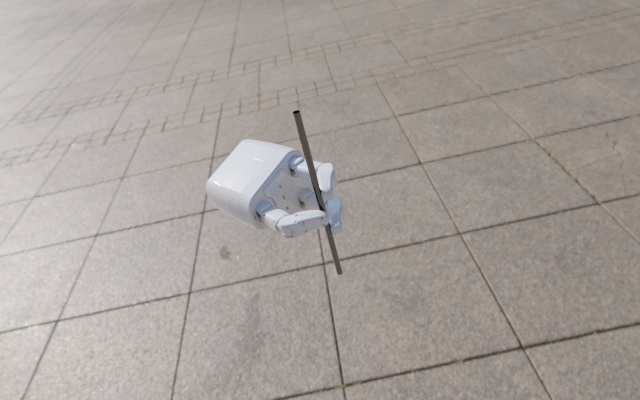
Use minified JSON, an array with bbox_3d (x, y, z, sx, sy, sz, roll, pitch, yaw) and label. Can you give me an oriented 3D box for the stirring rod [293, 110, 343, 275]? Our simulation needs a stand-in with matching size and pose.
[{"bbox_3d":[0.000,0.002,0.573,0.011,0.240,0.011,-10,35,7],"label":"stirring rod"}]
